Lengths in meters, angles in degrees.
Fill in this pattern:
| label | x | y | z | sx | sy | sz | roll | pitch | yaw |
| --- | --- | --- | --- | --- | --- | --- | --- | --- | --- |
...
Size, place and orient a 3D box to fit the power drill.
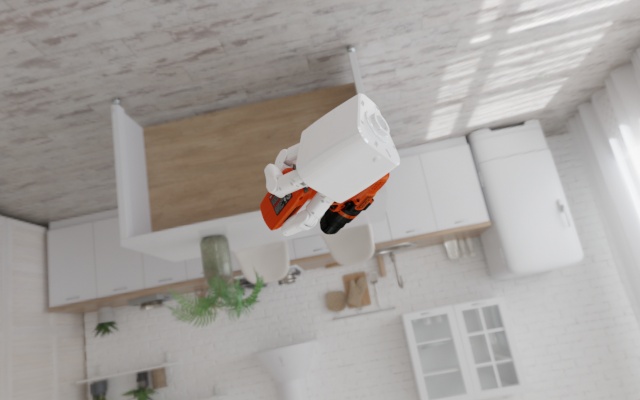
| label | x | y | z | sx | sy | sz | roll | pitch | yaw |
| --- | --- | --- | --- | --- | --- | --- | --- | --- | --- |
| power drill | 0.000 | 0.002 | 0.772 | 0.187 | 0.057 | 0.184 | -6 | -34 | -40 |
